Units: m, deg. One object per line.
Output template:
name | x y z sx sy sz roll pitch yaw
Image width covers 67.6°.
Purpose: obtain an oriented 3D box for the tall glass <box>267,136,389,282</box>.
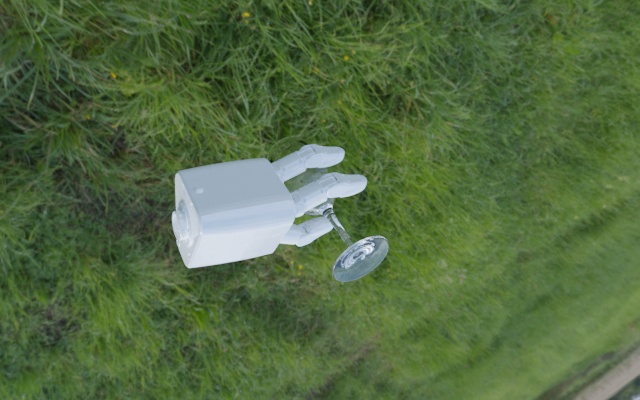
tall glass | 0.001 0.002 0.600 0.079 0.079 0.201 0 41 -38
